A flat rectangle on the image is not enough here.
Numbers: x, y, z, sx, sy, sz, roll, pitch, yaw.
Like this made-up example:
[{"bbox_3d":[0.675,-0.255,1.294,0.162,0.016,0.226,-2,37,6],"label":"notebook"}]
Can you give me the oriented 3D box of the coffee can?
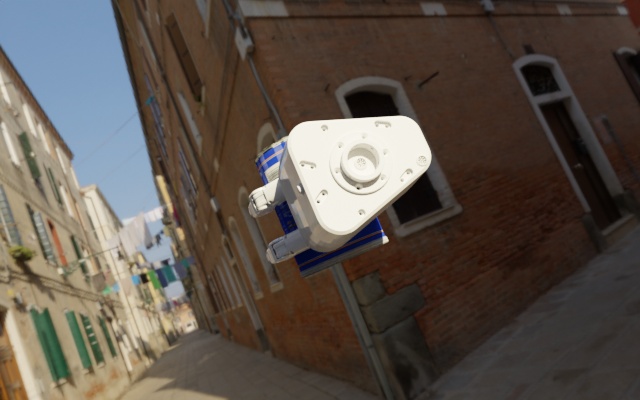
[{"bbox_3d":[0.000,0.002,0.530,0.103,0.140,0.103,-23,-8,-3],"label":"coffee can"}]
